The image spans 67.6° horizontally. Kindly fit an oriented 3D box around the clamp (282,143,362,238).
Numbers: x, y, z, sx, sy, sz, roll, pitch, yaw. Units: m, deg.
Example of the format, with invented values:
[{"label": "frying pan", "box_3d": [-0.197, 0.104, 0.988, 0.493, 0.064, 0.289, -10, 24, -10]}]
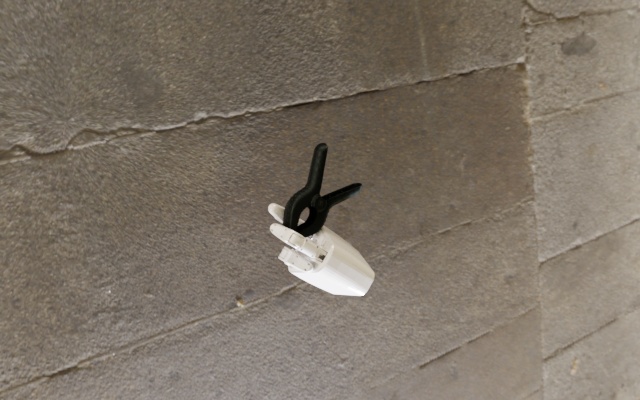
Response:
[{"label": "clamp", "box_3d": [0.000, 0.003, 0.809, 0.120, 0.171, 0.039, 34, -8, -27]}]
